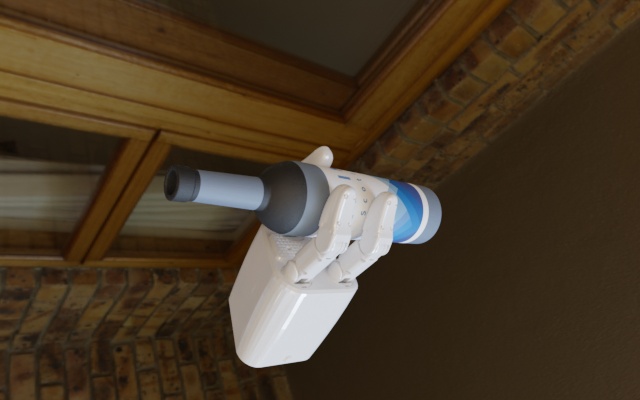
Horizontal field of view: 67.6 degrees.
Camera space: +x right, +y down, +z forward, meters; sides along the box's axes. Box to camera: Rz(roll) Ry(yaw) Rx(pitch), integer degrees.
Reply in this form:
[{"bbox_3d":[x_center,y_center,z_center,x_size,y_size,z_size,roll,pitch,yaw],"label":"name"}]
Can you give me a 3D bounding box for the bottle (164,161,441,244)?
[{"bbox_3d":[0.000,0.001,0.448,0.296,0.069,0.069,8,-5,-41],"label":"bottle"}]
